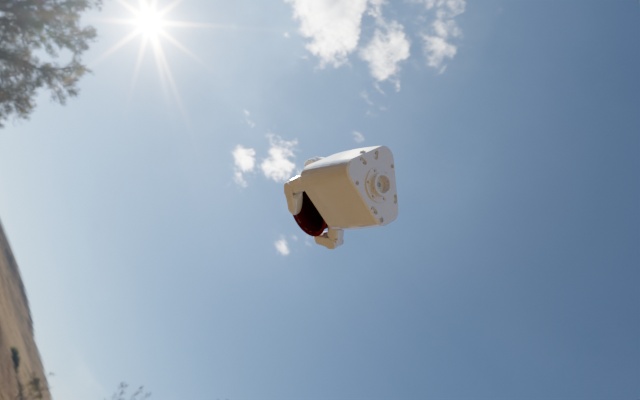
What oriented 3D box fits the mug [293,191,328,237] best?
[{"bbox_3d":[-0.001,0.003,0.803,0.081,0.093,0.117,-23,13,-35],"label":"mug"}]
